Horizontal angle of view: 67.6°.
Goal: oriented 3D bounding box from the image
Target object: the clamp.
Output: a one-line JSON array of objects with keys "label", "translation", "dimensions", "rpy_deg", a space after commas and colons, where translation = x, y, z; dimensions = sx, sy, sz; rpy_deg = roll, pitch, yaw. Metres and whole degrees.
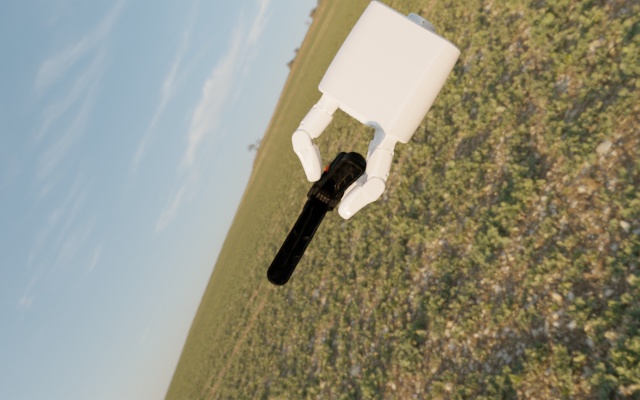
[{"label": "clamp", "translation": [0.000, 0.001, 0.554], "dimensions": [0.036, 0.164, 0.210], "rpy_deg": [34, 14, -4]}]
